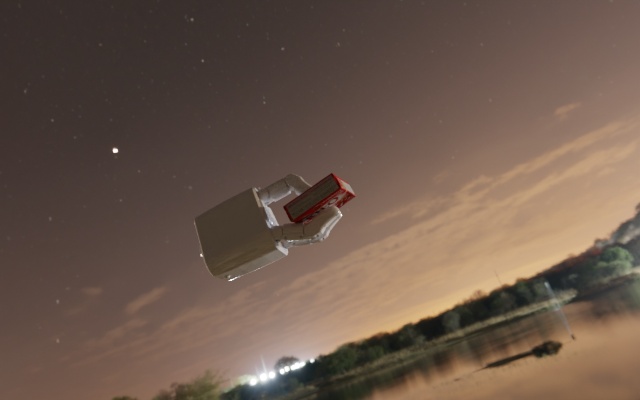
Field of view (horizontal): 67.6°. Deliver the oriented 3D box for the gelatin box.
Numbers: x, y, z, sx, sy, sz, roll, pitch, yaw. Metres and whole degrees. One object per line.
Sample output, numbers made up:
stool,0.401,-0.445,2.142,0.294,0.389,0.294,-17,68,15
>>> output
gelatin box,0.000,0.002,0.698,0.089,0.030,0.073,-35,-19,12
